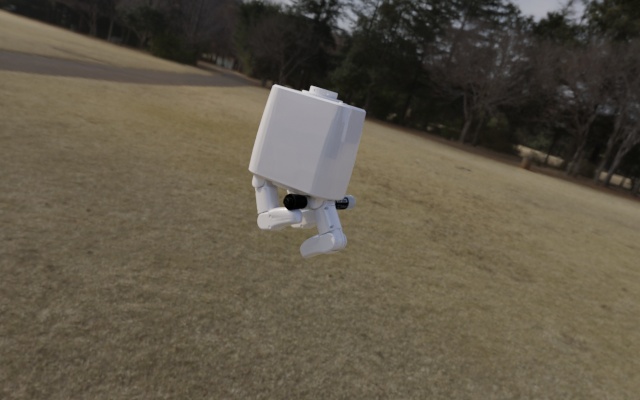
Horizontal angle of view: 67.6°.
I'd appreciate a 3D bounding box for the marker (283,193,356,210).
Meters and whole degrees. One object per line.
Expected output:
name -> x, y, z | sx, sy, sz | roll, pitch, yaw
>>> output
marker -> 0.000, 0.002, 0.570 | 0.020, 0.020, 0.121 | 0, -1, 39
